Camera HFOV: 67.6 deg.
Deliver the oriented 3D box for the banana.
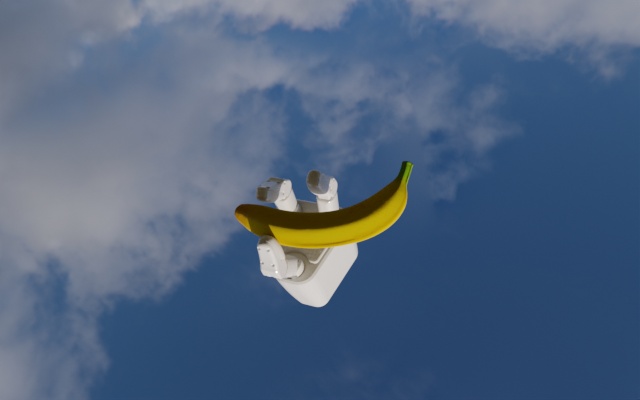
[{"bbox_3d":[0.006,0.017,0.498,0.198,0.069,0.037,-14,-29,9],"label":"banana"}]
